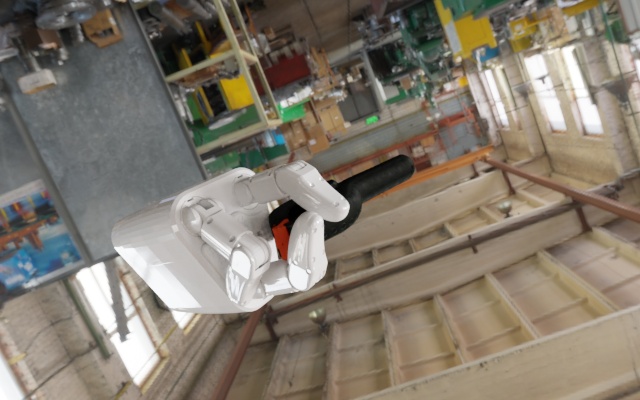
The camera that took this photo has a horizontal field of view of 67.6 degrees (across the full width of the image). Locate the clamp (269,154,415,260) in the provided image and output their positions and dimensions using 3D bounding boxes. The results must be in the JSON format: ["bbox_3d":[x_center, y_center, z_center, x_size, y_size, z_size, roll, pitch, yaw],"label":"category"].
[{"bbox_3d":[0.000,0.002,0.429,0.120,0.039,0.171,-14,12,40],"label":"clamp"}]
